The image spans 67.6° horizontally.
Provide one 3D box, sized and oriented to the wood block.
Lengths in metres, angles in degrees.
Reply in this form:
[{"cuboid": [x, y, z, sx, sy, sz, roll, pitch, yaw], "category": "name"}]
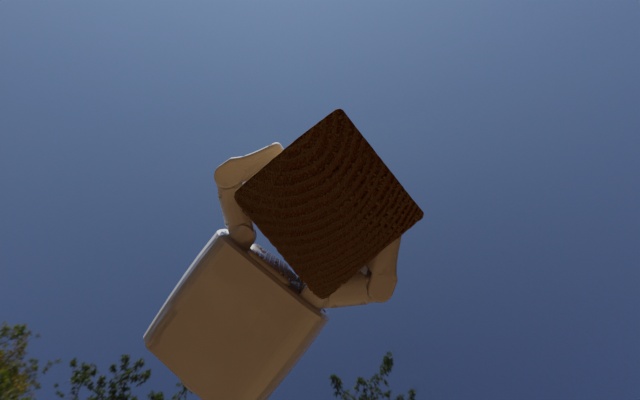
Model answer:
[{"cuboid": [0.000, 0.001, 0.401, 0.090, 0.091, 0.206, -40, 3, -2], "category": "wood block"}]
